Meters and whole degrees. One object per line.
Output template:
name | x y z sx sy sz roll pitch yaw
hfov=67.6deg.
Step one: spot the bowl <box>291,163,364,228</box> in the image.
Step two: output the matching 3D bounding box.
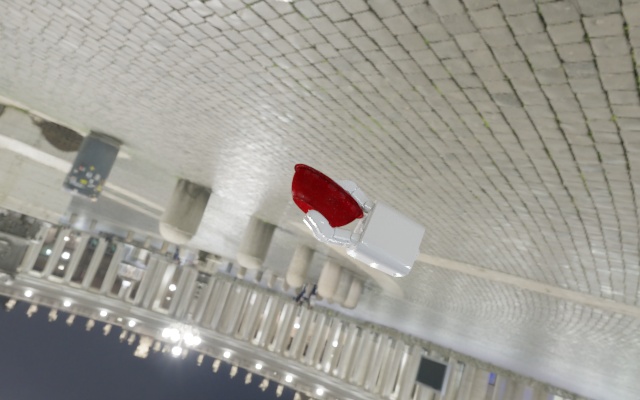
bowl | -0.001 0.003 0.893 0.162 0.055 0.162 36 -13 10
